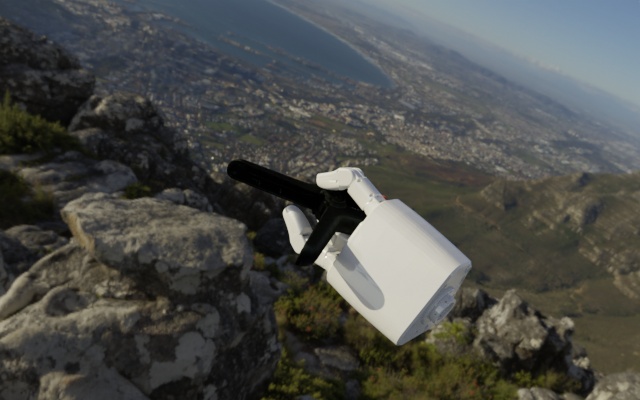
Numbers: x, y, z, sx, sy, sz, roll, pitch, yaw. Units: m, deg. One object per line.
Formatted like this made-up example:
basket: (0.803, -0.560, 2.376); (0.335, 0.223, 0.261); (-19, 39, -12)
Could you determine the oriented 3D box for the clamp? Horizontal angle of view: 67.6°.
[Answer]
clamp: (0.001, 0.001, 0.569); (0.210, 0.036, 0.164); (-7, 44, -49)
